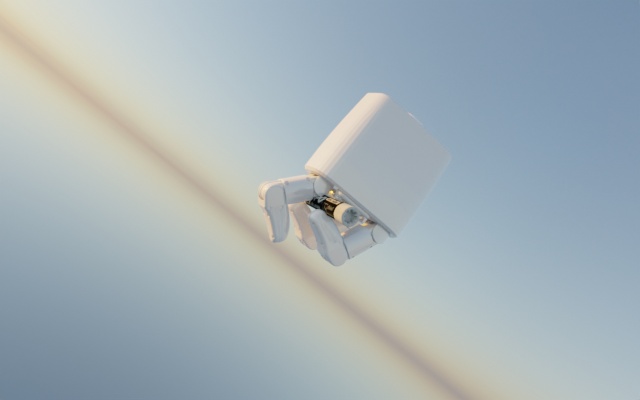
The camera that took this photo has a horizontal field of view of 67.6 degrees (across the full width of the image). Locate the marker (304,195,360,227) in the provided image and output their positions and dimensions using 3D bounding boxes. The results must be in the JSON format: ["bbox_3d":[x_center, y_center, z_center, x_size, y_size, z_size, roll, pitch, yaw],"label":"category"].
[{"bbox_3d":[0.000,0.002,0.476,0.020,0.020,0.121,0,12,-27],"label":"marker"}]
